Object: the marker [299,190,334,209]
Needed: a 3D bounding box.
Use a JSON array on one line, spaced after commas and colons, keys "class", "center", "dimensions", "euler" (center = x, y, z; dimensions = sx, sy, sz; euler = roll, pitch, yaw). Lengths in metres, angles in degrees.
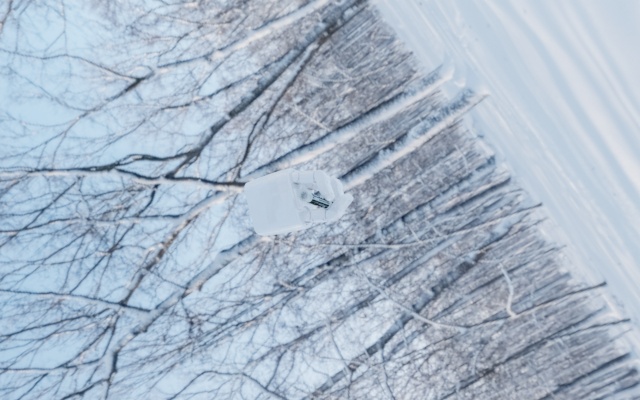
[{"class": "marker", "center": [0.000, 0.003, 0.846], "dimensions": [0.020, 0.020, 0.121], "euler": [0, -10, 28]}]
